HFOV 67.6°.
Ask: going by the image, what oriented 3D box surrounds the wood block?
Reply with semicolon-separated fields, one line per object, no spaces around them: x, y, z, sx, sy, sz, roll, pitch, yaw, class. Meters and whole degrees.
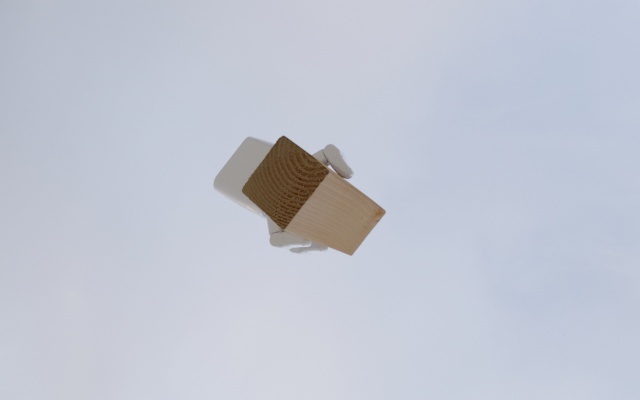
0.000;0.002;0.660;0.090;0.091;0.206;40;5;30;wood block
